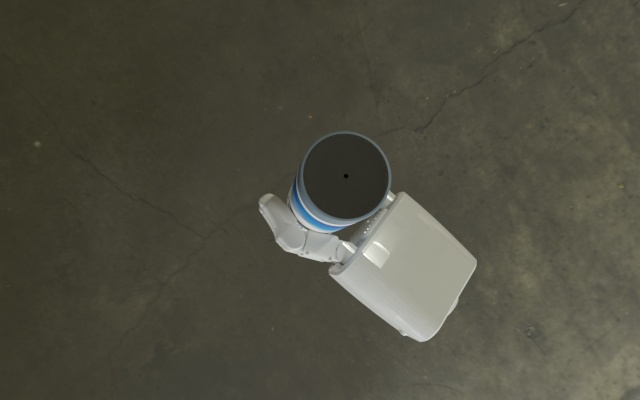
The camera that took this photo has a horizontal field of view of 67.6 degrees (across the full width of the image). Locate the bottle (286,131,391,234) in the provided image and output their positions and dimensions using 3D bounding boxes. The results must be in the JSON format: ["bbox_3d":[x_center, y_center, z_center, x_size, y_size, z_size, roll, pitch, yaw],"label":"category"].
[{"bbox_3d":[0.000,0.001,0.483,0.069,0.069,0.296,0,-7,-7],"label":"bottle"}]
